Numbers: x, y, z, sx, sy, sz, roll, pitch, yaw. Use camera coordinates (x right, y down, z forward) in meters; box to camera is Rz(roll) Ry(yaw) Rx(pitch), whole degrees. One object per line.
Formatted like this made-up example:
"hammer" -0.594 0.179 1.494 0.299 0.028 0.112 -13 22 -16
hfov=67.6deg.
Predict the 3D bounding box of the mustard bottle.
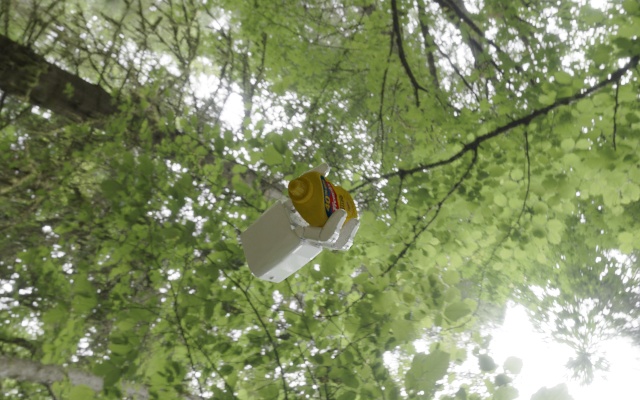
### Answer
"mustard bottle" 0.001 0.003 0.811 0.058 0.096 0.192 -17 -23 24
